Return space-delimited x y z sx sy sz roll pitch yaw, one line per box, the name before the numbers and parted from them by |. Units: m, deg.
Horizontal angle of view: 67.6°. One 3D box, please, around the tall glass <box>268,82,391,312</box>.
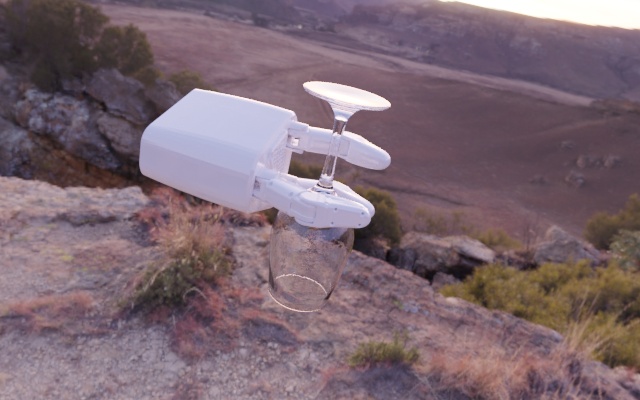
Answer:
tall glass | 0.000 0.001 0.432 0.079 0.201 0.079 11 23 -5
